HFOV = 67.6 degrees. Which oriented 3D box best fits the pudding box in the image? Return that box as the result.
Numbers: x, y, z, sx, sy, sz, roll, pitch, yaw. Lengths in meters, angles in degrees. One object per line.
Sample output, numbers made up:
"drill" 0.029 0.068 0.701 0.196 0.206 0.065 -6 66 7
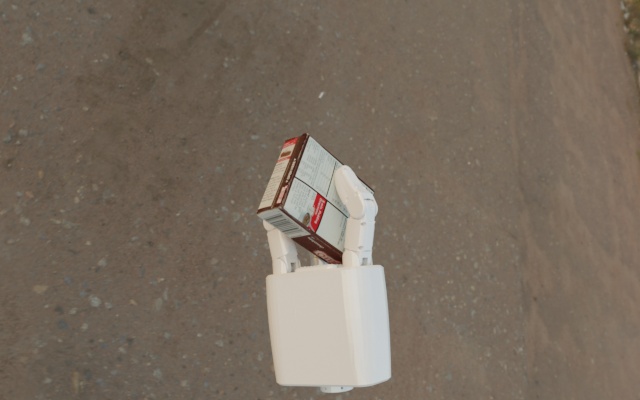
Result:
"pudding box" 0.000 0.002 0.481 0.039 0.090 0.113 -12 -40 43
